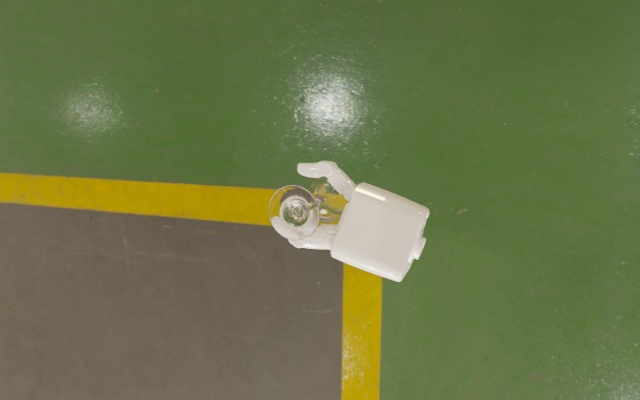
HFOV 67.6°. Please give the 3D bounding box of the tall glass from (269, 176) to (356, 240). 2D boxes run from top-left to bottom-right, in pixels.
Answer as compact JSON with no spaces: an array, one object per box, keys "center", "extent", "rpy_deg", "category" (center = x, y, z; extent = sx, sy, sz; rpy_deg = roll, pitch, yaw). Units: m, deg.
[{"center":[0.000,0.002,0.723],"extent":[0.079,0.079,0.201],"rpy_deg":[0,9,21],"category":"tall glass"}]
